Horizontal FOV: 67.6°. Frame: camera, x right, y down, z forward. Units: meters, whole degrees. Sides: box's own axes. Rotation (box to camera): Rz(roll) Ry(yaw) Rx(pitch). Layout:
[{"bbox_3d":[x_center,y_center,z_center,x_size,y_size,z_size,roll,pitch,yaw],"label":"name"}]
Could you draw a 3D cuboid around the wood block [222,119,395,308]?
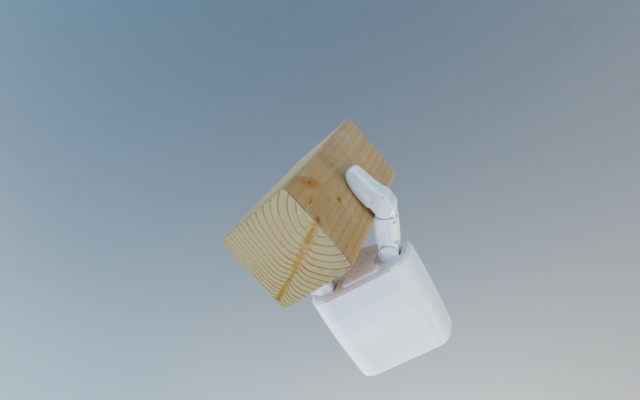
[{"bbox_3d":[0.001,0.002,0.498,0.091,0.090,0.206,-37,9,30],"label":"wood block"}]
